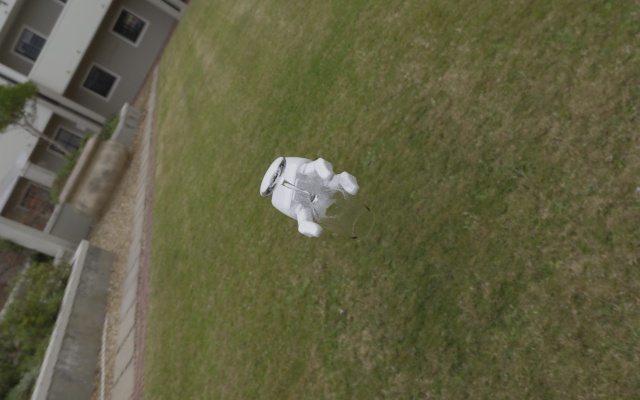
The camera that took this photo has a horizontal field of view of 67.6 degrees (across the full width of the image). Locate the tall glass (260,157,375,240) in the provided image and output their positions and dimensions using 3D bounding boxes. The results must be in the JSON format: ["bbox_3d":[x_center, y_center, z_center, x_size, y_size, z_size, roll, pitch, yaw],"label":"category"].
[{"bbox_3d":[0.000,0.002,0.826,0.201,0.079,0.079,28,-13,-26],"label":"tall glass"}]
